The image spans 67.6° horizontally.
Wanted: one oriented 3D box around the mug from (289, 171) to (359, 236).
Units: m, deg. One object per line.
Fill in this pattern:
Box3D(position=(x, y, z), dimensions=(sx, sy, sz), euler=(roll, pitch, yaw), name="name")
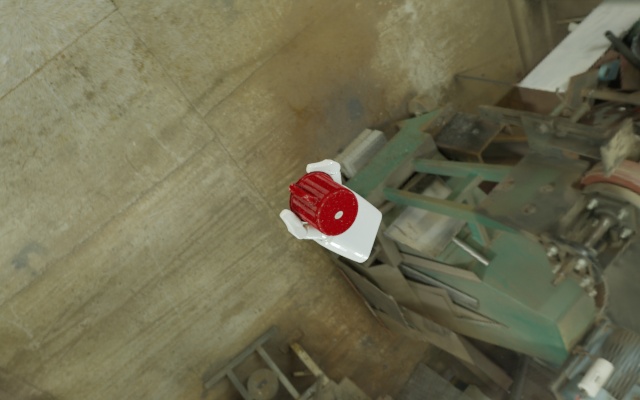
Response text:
Box3D(position=(-0.001, 0.002, 0.770), dimensions=(0.117, 0.093, 0.081), euler=(30, 2, -38), name="mug")
